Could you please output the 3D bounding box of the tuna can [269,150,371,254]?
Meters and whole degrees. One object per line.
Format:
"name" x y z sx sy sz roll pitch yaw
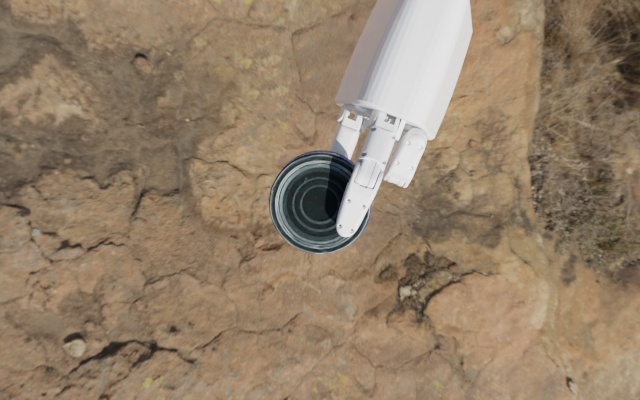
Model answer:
"tuna can" 0.000 0.001 0.403 0.086 0.086 0.033 0 9 2
